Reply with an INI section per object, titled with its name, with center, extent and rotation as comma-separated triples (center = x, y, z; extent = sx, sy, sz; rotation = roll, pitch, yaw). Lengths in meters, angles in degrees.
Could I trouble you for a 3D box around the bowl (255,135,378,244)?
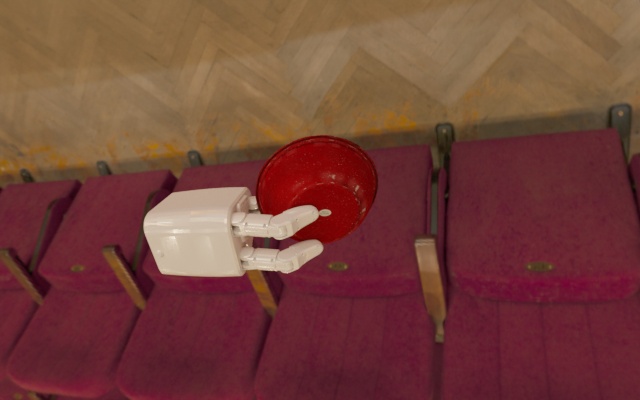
[bowl]
center = 0.001, 0.002, 0.599
extent = 0.162, 0.162, 0.055
rotation = 0, 35, -11
